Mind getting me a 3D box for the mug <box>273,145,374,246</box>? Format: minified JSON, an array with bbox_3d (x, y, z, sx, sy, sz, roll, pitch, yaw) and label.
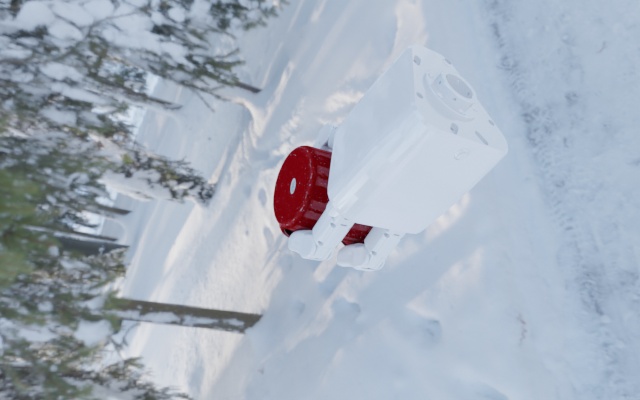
[{"bbox_3d":[-0.001,0.002,0.475,0.081,0.093,0.117,14,-44,-28],"label":"mug"}]
